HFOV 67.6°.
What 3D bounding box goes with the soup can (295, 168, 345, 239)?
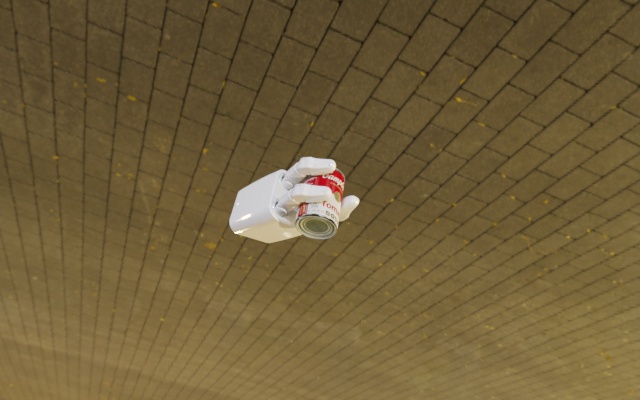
[{"bbox_3d":[0.001,0.003,0.769,0.068,0.102,0.069,7,-36,5],"label":"soup can"}]
